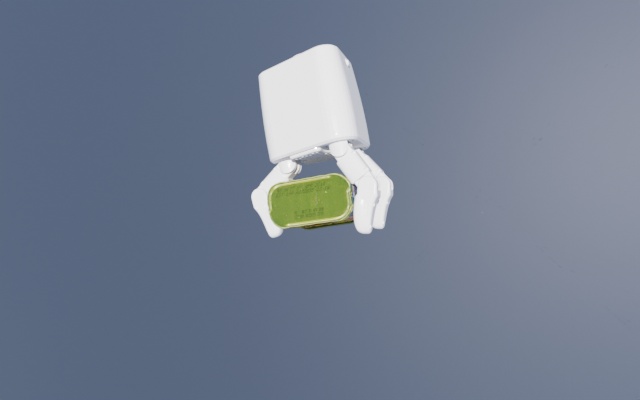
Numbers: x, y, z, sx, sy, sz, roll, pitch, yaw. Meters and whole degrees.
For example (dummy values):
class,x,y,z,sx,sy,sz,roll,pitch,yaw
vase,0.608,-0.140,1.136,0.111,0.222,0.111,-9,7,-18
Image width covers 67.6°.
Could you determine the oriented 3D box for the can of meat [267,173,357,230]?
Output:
class,x,y,z,sx,sy,sz,roll,pitch,yaw
can of meat,0.000,0.002,0.547,0.102,0.057,0.084,-9,-5,18
